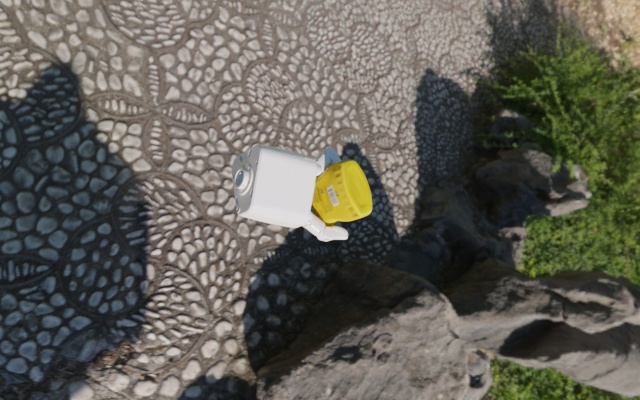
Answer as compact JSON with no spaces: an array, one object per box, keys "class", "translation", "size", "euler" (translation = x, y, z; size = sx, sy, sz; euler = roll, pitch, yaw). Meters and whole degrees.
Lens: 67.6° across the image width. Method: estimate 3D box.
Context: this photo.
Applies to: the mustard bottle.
[{"class":"mustard bottle","translation":[0.001,0.003,0.826],"size":[0.058,0.096,0.192],"euler":[-18,-3,-42]}]
